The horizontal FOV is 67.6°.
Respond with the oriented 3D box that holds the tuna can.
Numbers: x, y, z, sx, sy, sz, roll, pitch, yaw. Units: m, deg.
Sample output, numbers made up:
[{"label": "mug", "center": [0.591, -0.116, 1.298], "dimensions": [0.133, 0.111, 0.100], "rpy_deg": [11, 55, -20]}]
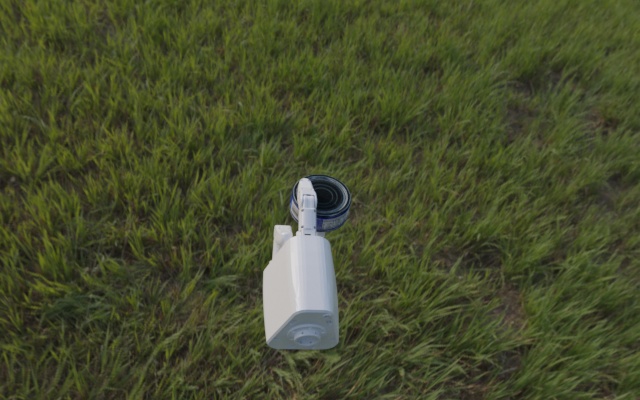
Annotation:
[{"label": "tuna can", "center": [0.000, 0.002, 0.682], "dimensions": [0.086, 0.086, 0.034], "rpy_deg": [0, -43, -11]}]
